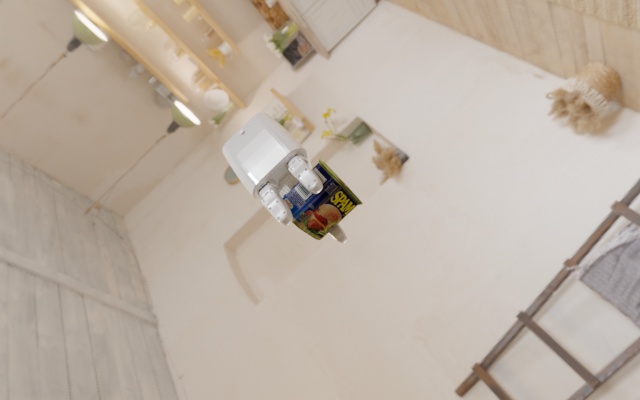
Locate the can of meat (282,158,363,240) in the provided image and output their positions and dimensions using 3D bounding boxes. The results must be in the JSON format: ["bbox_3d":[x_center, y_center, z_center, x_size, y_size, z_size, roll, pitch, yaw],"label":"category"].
[{"bbox_3d":[0.000,0.002,0.654,0.057,0.084,0.102,48,3,28],"label":"can of meat"}]
